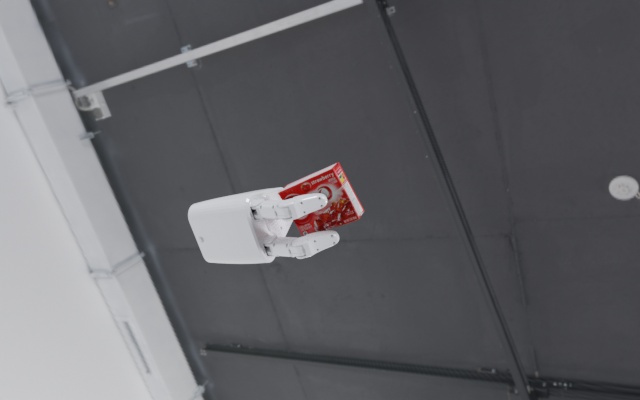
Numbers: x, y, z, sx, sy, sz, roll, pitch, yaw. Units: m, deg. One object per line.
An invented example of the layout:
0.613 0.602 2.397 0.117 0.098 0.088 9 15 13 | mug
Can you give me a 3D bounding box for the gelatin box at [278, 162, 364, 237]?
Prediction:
0.001 0.002 0.615 0.089 0.073 0.030 -22 13 27 | gelatin box
